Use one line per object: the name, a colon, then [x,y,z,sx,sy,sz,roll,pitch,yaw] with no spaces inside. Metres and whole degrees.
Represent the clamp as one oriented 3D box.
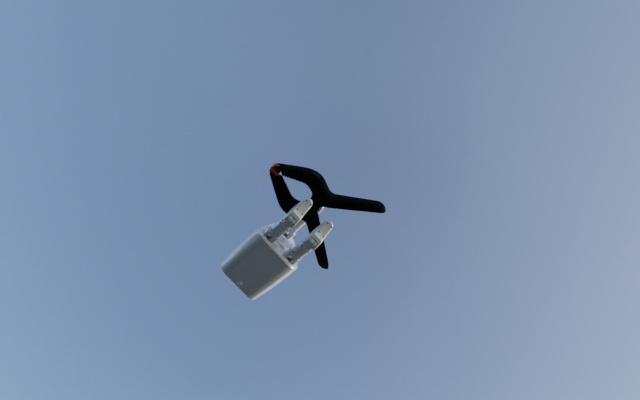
clamp: [0.000,0.002,0.852,0.164,0.210,0.036,-40,10,13]
